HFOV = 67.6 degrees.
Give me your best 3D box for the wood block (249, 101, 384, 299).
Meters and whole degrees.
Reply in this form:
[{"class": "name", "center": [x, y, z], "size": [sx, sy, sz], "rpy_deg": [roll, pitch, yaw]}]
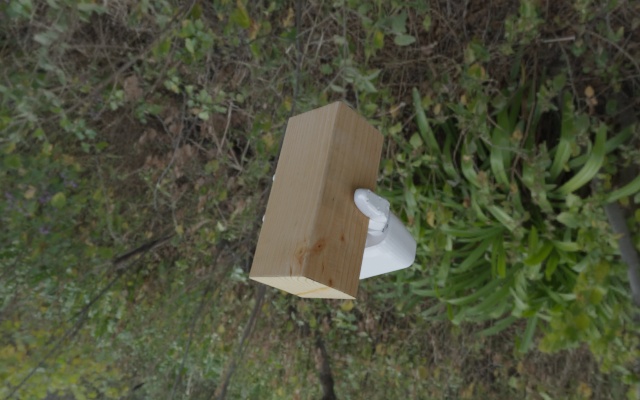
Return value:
[{"class": "wood block", "center": [0.001, 0.002, 0.559], "size": [0.091, 0.206, 0.090], "rpy_deg": [-9, -29, 43]}]
